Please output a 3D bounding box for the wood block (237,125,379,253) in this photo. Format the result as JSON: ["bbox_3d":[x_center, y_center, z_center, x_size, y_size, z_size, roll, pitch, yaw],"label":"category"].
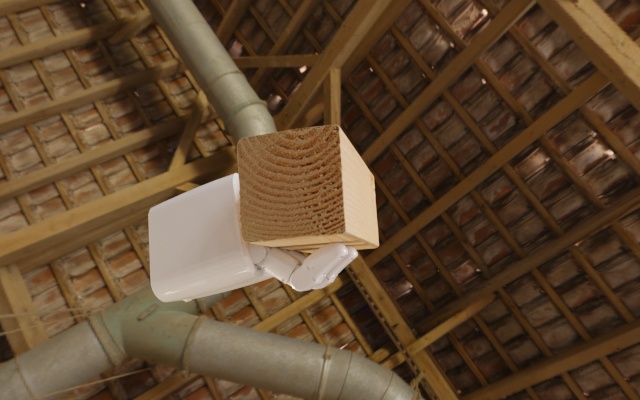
[{"bbox_3d":[0.000,0.001,0.482,0.090,0.091,0.206,-6,-10,13],"label":"wood block"}]
